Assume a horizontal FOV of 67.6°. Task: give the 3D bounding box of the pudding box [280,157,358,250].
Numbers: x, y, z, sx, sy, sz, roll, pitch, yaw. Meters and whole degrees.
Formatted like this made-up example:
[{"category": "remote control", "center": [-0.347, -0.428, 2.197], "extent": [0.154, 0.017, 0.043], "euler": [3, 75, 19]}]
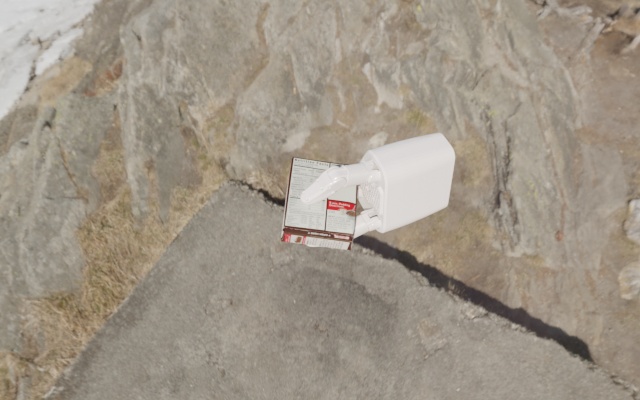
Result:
[{"category": "pudding box", "center": [0.000, 0.002, 0.606], "extent": [0.090, 0.113, 0.039], "euler": [7, -36, -3]}]
